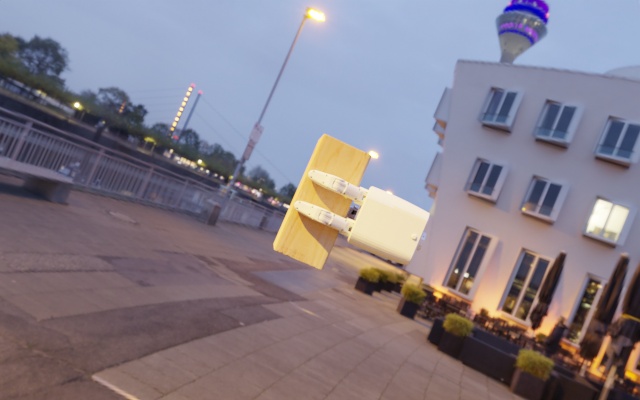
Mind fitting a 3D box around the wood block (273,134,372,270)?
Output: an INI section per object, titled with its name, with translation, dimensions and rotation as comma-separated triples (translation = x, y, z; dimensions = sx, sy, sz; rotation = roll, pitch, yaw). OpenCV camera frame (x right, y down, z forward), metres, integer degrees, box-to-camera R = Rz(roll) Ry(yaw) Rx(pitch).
[wood block]
translation = 0.001, 0.003, 0.820
dimensions = 0.090, 0.206, 0.091
rotation = 24, -2, -5
